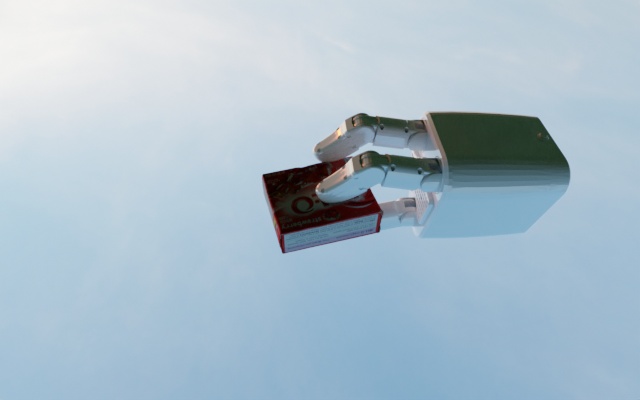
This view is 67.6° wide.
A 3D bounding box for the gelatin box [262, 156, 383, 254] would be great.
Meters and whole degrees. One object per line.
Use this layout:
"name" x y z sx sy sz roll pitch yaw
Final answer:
"gelatin box" 0.000 0.002 0.414 0.089 0.073 0.030 -12 -42 -11
